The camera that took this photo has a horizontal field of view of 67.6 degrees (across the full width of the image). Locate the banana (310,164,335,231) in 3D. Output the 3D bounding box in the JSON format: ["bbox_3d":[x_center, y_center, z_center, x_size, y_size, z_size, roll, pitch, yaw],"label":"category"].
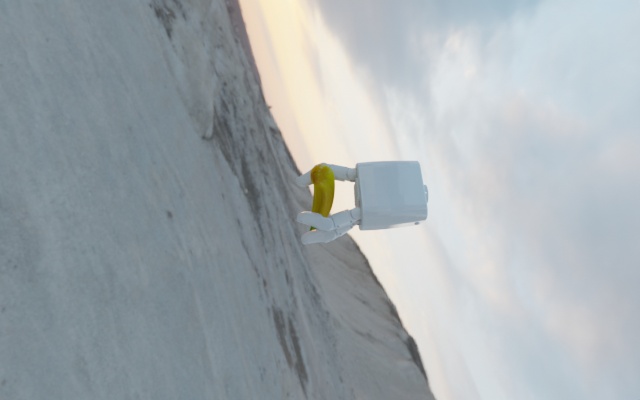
[{"bbox_3d":[0.003,-0.012,0.776,0.037,0.069,0.198,9,-31,4],"label":"banana"}]
